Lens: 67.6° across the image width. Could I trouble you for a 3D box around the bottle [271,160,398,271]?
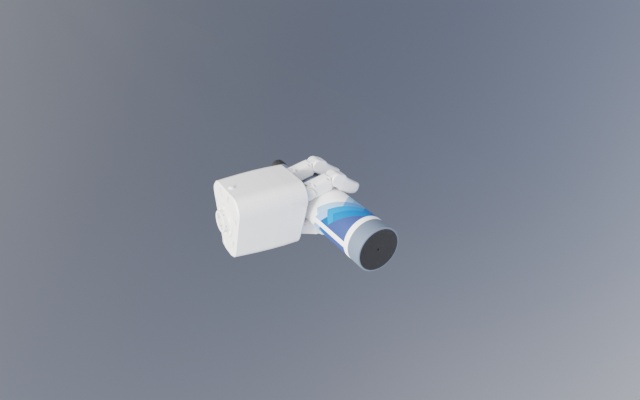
[{"bbox_3d":[0.000,0.003,0.733,0.069,0.069,0.295,0,25,-35],"label":"bottle"}]
